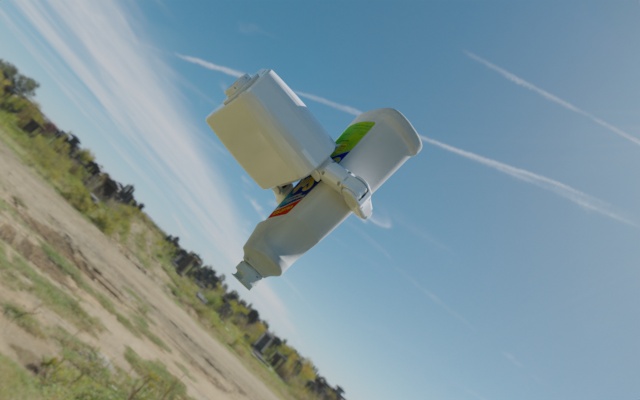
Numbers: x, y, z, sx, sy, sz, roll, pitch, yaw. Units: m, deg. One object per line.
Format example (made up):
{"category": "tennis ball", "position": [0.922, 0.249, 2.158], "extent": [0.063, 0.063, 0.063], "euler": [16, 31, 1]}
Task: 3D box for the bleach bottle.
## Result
{"category": "bleach bottle", "position": [0.000, 0.002, 0.543], "extent": [0.250, 0.068, 0.102], "euler": [-47, 21, -15]}
